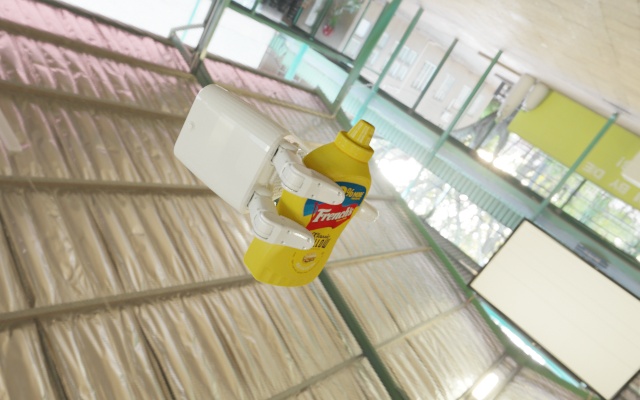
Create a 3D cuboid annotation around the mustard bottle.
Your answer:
[{"bbox_3d":[0.000,0.002,0.498,0.096,0.192,0.058,10,28,-45],"label":"mustard bottle"}]
